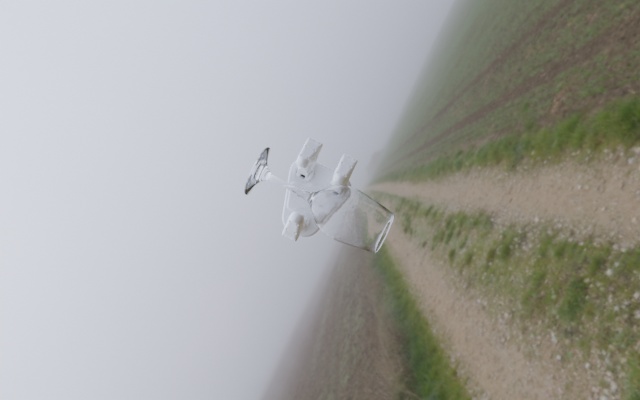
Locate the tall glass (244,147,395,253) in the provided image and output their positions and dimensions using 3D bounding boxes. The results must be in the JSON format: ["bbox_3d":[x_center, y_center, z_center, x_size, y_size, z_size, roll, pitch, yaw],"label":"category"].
[{"bbox_3d":[-0.001,0.002,0.666,0.201,0.079,0.079,26,1,3],"label":"tall glass"}]
